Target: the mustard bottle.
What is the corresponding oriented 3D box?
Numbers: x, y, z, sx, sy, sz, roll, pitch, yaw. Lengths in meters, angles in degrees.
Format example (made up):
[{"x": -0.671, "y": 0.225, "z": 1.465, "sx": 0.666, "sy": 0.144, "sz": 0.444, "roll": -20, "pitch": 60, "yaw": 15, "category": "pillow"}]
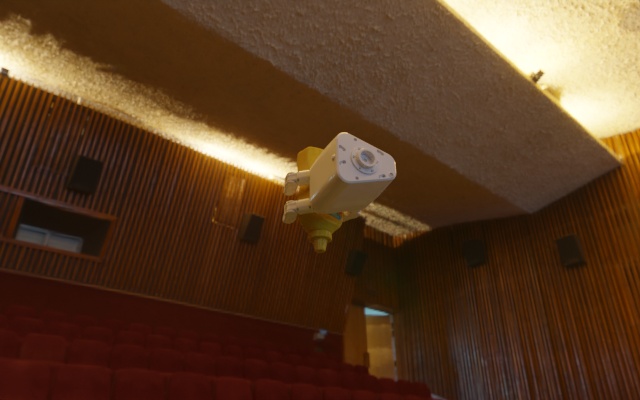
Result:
[{"x": 0.000, "y": 0.003, "z": 0.867, "sx": 0.058, "sy": 0.191, "sz": 0.096, "roll": -24, "pitch": -36, "yaw": 37, "category": "mustard bottle"}]
